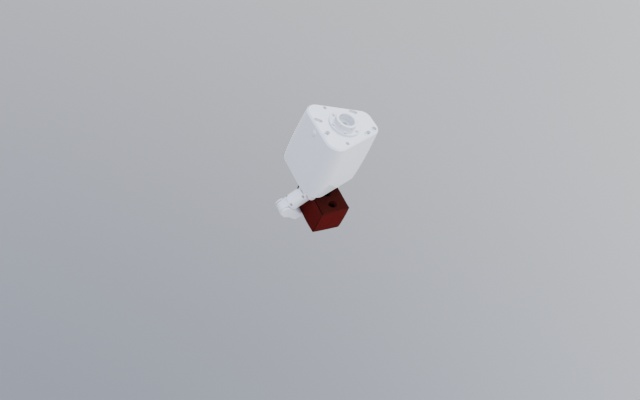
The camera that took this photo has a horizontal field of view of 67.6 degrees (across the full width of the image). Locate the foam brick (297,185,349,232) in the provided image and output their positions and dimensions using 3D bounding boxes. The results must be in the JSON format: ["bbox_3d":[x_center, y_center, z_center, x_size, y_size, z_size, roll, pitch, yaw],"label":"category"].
[{"bbox_3d":[0.000,0.003,0.771,0.053,0.078,0.051,-12,-30,-33],"label":"foam brick"}]
